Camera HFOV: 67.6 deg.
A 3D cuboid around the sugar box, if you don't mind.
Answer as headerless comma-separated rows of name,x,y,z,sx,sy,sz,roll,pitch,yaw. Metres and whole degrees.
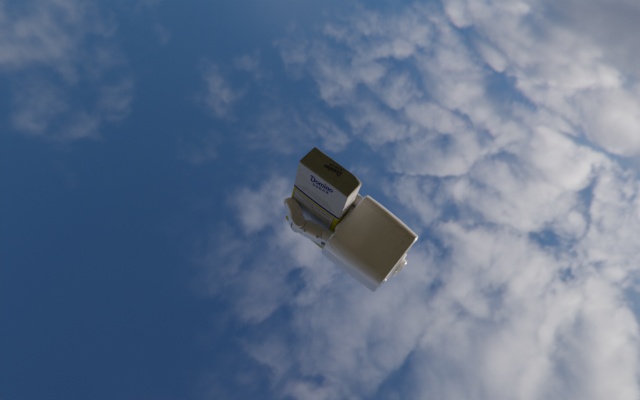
sugar box,0.001,0.002,0.764,0.048,0.093,0.176,-45,-13,-33
